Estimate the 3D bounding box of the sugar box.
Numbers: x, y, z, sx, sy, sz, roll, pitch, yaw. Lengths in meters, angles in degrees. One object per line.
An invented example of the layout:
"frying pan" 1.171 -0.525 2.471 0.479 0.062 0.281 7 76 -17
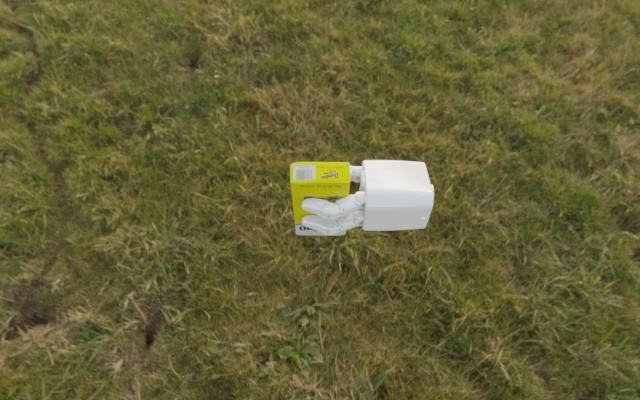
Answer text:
"sugar box" 0.000 0.003 0.801 0.093 0.048 0.176 0 -33 2
